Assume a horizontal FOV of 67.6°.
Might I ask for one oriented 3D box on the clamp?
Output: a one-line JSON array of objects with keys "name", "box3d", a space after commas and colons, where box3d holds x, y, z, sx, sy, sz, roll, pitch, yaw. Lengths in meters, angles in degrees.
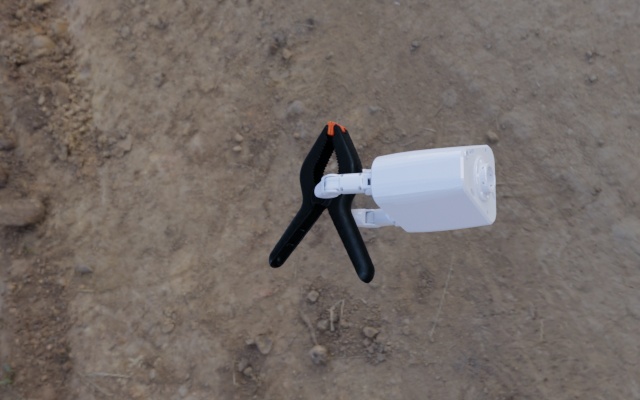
[{"name": "clamp", "box3d": [0.000, 0.001, 0.633, 0.164, 0.210, 0.036, -6, -13, 35]}]
